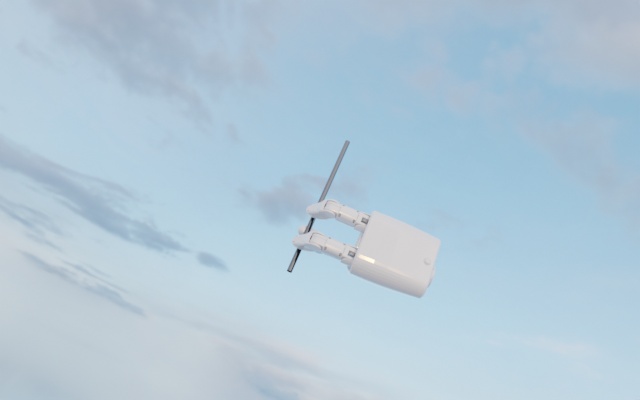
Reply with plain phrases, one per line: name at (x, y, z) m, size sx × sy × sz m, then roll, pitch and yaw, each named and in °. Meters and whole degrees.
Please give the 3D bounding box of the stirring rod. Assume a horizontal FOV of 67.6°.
stirring rod at (0.000, 0.003, 0.732) m, size 0.011 × 0.239 × 0.011 m, roll 20°, pitch -26°, yaw 10°
